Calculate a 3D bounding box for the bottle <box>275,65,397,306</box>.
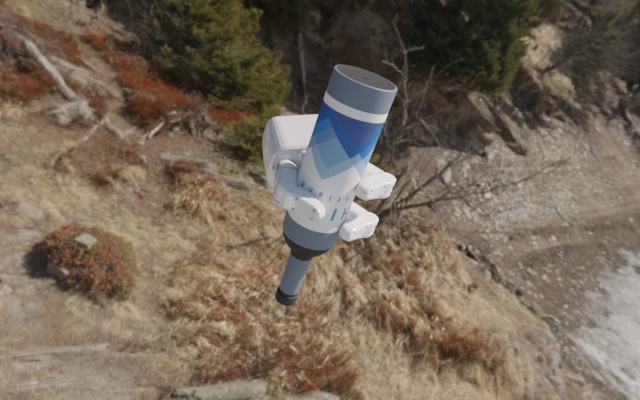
[{"bbox_3d":[0.000,0.002,0.537,0.069,0.296,0.069,16,28,-8],"label":"bottle"}]
